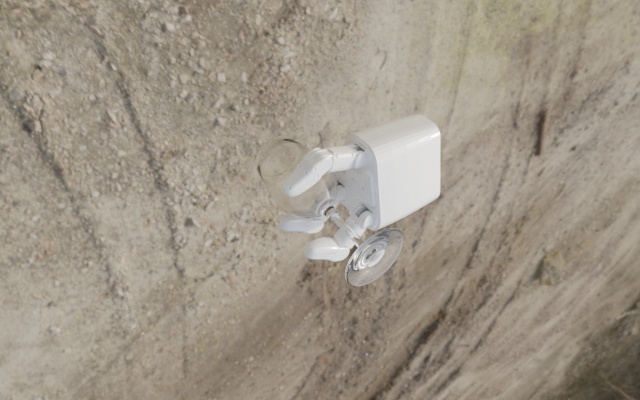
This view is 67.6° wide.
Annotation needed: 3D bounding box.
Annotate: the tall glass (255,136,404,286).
[{"bbox_3d":[0.000,0.002,0.539,0.079,0.079,0.201,0,35,-43],"label":"tall glass"}]
